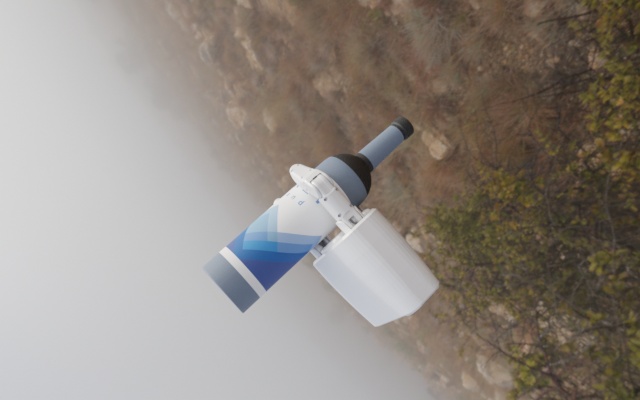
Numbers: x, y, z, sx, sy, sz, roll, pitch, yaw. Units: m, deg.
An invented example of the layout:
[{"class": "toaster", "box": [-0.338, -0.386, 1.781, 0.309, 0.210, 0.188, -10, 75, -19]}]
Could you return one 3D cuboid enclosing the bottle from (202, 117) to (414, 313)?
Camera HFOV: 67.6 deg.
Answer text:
[{"class": "bottle", "box": [0.000, 0.002, 0.551, 0.295, 0.069, 0.069, -42, 13, -15]}]
